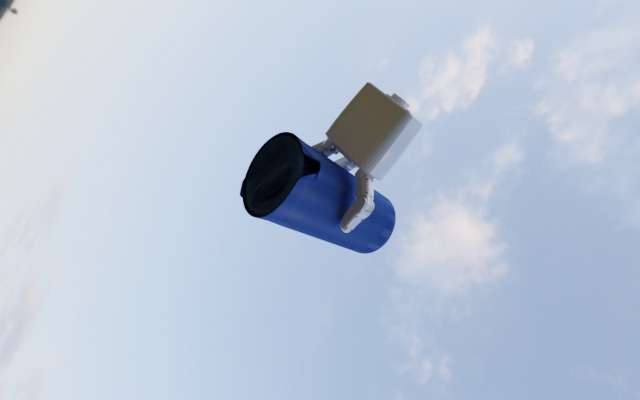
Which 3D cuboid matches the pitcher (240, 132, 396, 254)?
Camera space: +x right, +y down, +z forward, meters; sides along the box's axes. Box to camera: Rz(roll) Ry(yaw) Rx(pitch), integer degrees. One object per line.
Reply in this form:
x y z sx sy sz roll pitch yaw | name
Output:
0.000 0.002 0.763 0.243 0.145 0.149 27 16 -39 | pitcher
